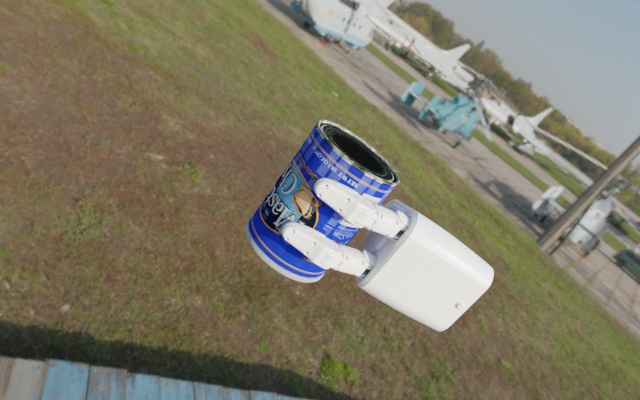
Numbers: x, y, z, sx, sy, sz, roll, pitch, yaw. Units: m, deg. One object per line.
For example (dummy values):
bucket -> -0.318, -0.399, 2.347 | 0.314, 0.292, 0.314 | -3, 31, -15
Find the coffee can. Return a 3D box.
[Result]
coffee can -> 0.000, 0.002, 0.505 | 0.103, 0.140, 0.102 | 32, 22, -14
